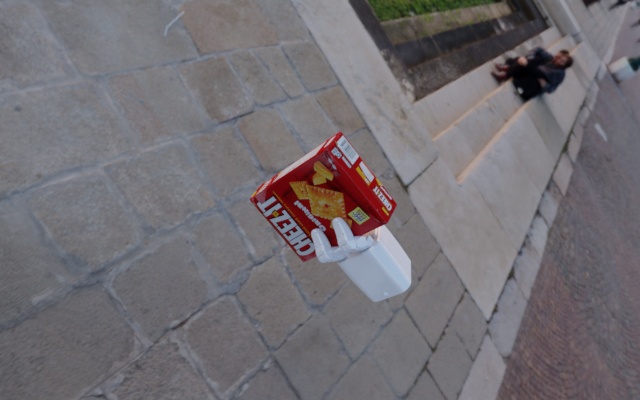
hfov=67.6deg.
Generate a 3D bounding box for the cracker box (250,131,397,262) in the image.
[{"bbox_3d":[0.000,0.003,0.849,0.214,0.164,0.072,-30,15,38],"label":"cracker box"}]
